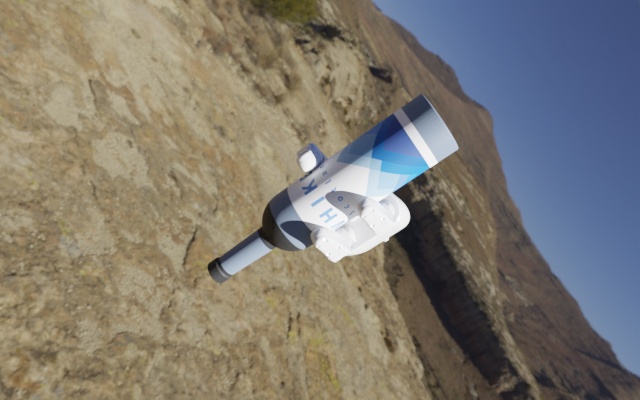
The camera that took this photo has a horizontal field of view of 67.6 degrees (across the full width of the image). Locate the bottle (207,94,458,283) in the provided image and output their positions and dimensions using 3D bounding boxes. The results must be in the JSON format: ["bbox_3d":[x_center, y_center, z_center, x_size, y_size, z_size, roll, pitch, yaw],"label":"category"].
[{"bbox_3d":[0.000,0.001,0.508,0.296,0.069,0.069,-34,-8,13],"label":"bottle"}]
